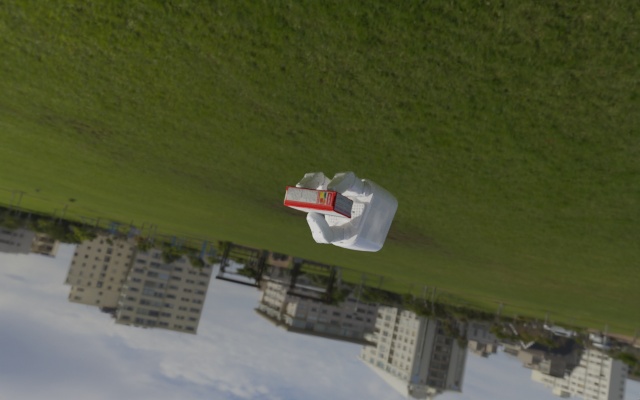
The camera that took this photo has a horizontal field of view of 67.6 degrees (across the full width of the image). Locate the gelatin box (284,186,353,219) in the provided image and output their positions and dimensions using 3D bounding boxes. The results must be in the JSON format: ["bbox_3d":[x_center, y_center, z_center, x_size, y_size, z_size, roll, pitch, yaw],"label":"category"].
[{"bbox_3d":[0.000,0.003,0.677,0.073,0.030,0.089,8,-5,21],"label":"gelatin box"}]
